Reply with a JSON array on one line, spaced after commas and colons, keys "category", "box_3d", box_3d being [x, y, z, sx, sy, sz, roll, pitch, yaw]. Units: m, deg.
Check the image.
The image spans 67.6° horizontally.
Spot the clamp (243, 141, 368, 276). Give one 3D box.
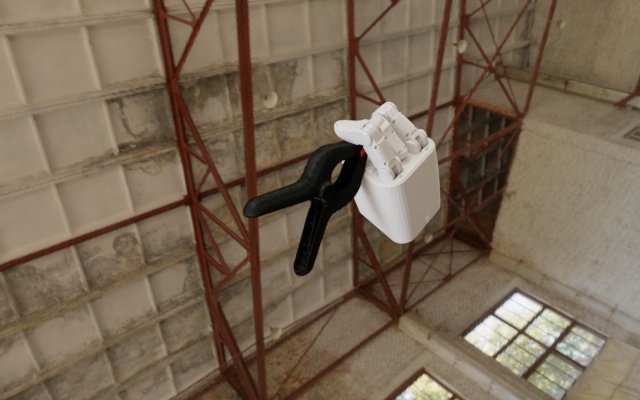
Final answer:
[{"category": "clamp", "box_3d": [0.000, 0.001, 0.547, 0.171, 0.120, 0.039, -41, 41, -22]}]
